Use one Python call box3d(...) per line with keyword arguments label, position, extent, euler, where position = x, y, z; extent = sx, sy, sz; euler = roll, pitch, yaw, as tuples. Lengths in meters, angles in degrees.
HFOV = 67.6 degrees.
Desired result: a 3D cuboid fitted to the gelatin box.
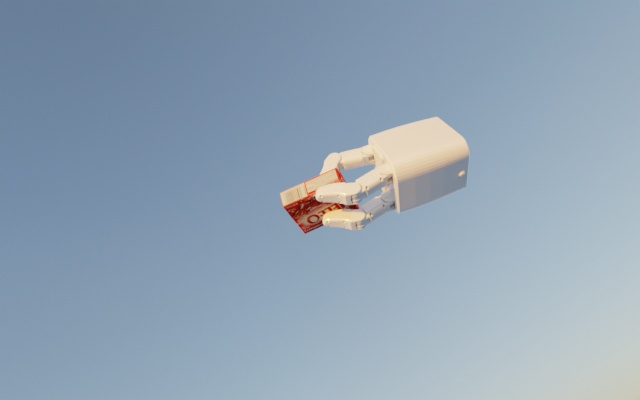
box3d(label="gelatin box", position=(0.000, 0.002, 0.661), extent=(0.089, 0.030, 0.073), euler=(-24, -41, 10))
